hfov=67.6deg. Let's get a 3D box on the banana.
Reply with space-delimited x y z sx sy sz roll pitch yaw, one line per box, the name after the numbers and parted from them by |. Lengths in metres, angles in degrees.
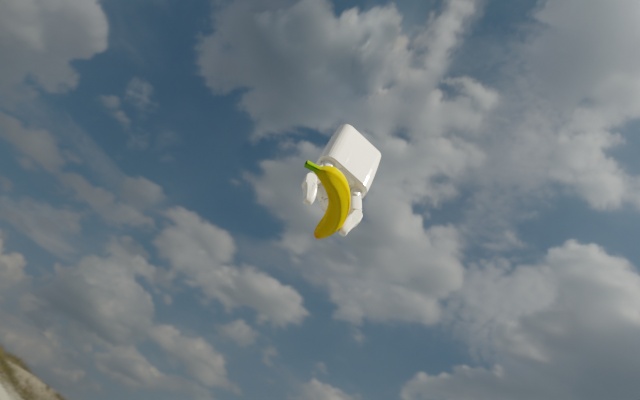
0.017 0.005 0.806 0.069 0.037 0.198 14 -39 17 | banana
